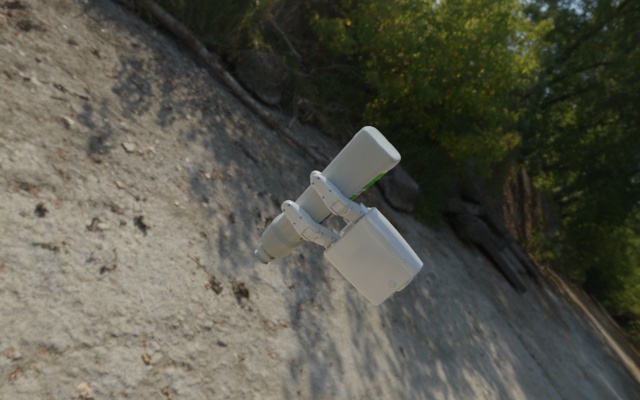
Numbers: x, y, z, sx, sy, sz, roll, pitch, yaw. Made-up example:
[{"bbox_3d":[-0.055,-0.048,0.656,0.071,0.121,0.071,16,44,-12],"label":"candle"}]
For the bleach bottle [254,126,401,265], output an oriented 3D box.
[{"bbox_3d":[0.000,0.002,0.692,0.251,0.068,0.102,-43,-5,17],"label":"bleach bottle"}]
